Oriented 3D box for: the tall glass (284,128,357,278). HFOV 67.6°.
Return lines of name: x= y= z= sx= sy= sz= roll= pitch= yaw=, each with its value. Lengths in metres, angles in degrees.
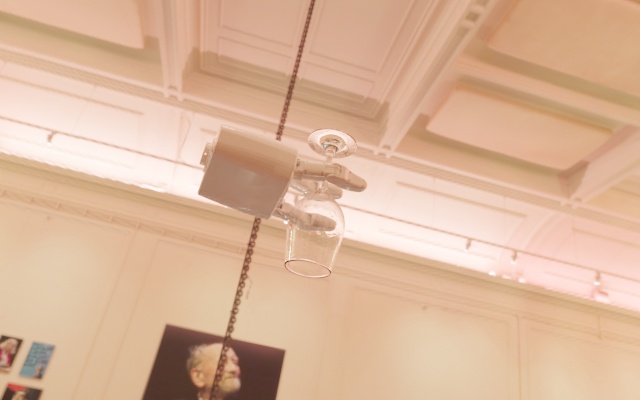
tall glass: x=0.000 y=0.002 z=0.658 sx=0.079 sy=0.201 sz=0.079 roll=8 pitch=-28 yaw=4
